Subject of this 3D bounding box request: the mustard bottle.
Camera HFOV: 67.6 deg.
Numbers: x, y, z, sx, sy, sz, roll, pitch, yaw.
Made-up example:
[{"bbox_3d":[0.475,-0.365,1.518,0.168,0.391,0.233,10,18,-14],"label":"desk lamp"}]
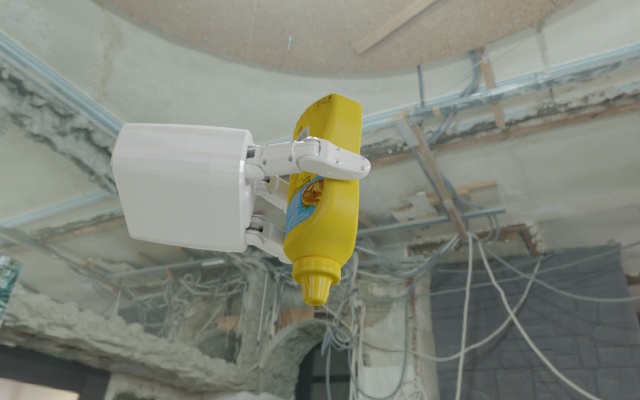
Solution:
[{"bbox_3d":[0.000,0.001,0.439,0.058,0.191,0.096,18,-34,-22],"label":"mustard bottle"}]
